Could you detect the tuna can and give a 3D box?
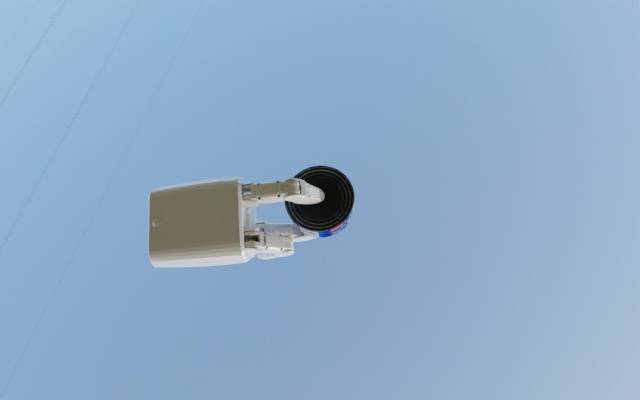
[{"bbox_3d":[0.000,0.002,0.595,0.086,0.086,0.034,0,-20,6],"label":"tuna can"}]
